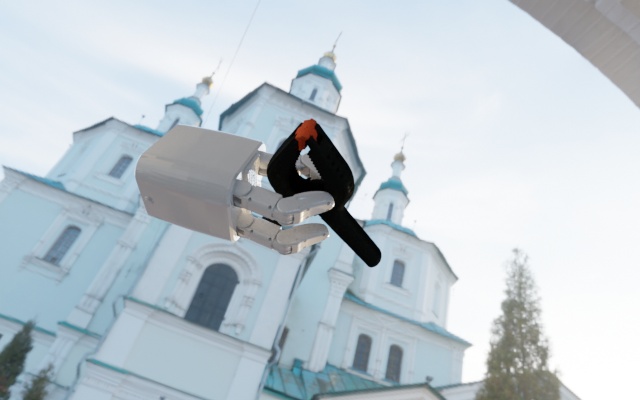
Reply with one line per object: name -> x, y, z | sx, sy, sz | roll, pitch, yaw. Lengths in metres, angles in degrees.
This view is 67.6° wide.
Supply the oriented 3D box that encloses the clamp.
clamp -> 0.000, 0.001, 0.527 | 0.164, 0.036, 0.210 | 15, -38, 7
